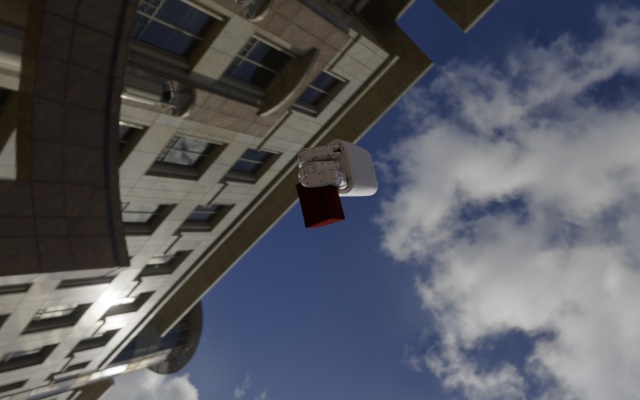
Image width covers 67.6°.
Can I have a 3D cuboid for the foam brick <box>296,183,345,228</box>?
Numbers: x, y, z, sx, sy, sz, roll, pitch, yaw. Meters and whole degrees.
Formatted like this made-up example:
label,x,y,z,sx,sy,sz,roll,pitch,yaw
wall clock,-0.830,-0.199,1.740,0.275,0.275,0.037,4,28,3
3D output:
label,x,y,z,sx,sy,sz,roll,pitch,yaw
foam brick,0.000,0.003,0.805,0.053,0.078,0.051,-19,-13,30
